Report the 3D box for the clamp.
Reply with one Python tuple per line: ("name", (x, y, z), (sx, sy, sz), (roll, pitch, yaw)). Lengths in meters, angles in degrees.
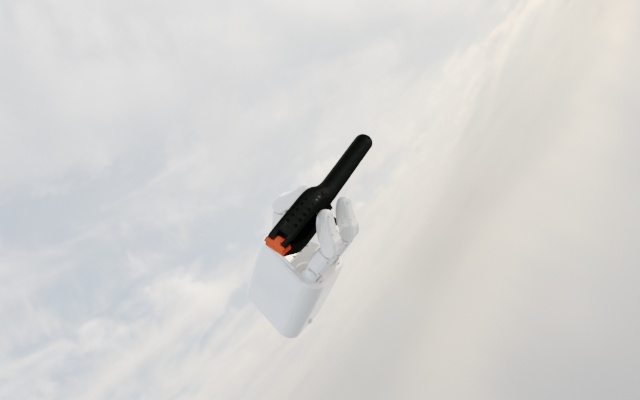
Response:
("clamp", (-0.001, 0.002, 0.624), (0.036, 0.165, 0.210), (31, 31, 15))
